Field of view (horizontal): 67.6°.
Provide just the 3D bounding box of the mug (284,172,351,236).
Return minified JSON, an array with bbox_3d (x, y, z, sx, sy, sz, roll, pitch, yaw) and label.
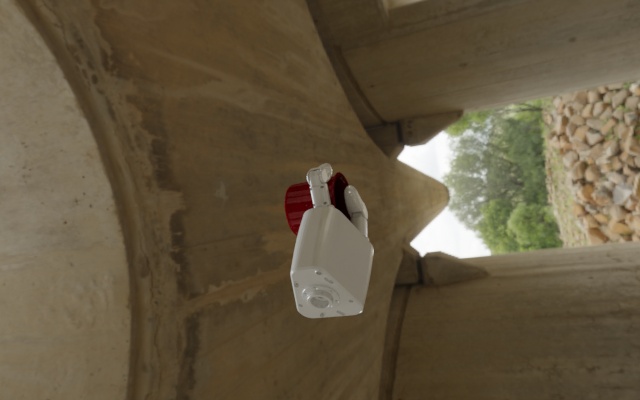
[{"bbox_3d":[0.000,0.001,0.726,0.081,0.093,0.117,-9,38,20],"label":"mug"}]
